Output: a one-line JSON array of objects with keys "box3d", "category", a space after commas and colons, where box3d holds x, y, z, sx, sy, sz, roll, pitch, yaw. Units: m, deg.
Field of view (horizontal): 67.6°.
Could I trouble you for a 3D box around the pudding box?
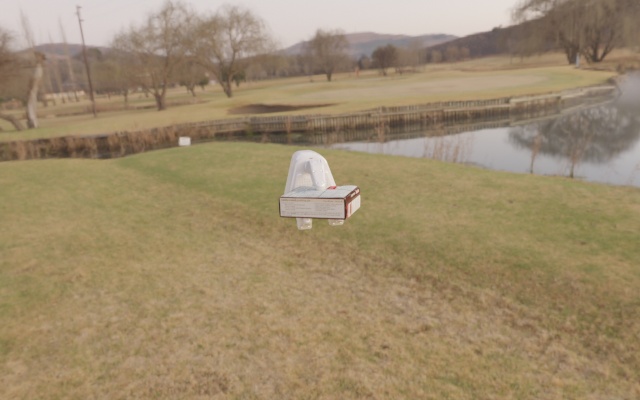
[{"box3d": [0.000, 0.002, 0.771, 0.113, 0.039, 0.090, 0, 14, 19], "category": "pudding box"}]
